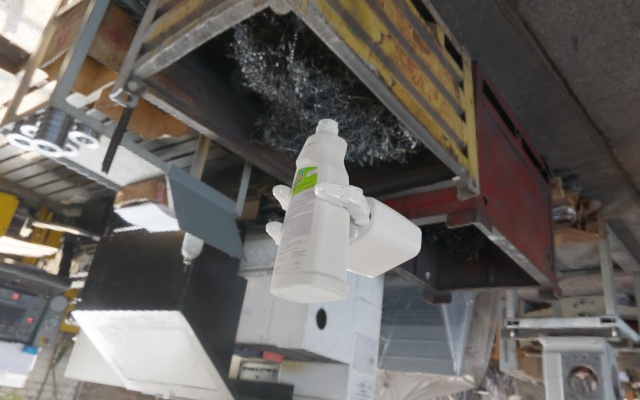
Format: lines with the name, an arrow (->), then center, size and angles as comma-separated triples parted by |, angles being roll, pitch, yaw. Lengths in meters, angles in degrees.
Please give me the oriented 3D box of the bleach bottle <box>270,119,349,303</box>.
bleach bottle -> 0.000, 0.002, 0.625 | 0.068, 0.250, 0.102 | 27, -30, -35
